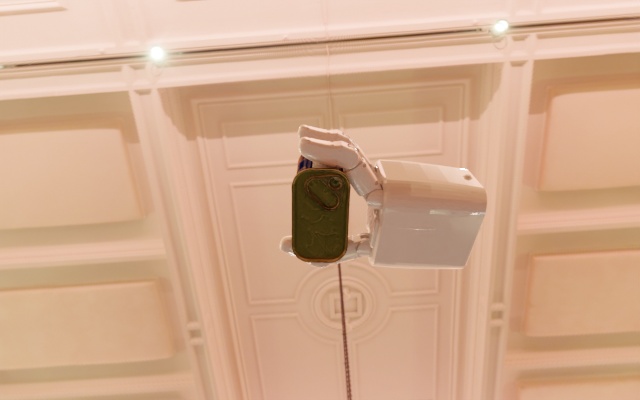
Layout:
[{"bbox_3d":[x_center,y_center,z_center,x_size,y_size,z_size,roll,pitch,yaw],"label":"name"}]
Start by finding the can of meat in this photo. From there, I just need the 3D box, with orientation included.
[{"bbox_3d":[0.000,0.002,0.511,0.057,0.102,0.084,1,23,0],"label":"can of meat"}]
